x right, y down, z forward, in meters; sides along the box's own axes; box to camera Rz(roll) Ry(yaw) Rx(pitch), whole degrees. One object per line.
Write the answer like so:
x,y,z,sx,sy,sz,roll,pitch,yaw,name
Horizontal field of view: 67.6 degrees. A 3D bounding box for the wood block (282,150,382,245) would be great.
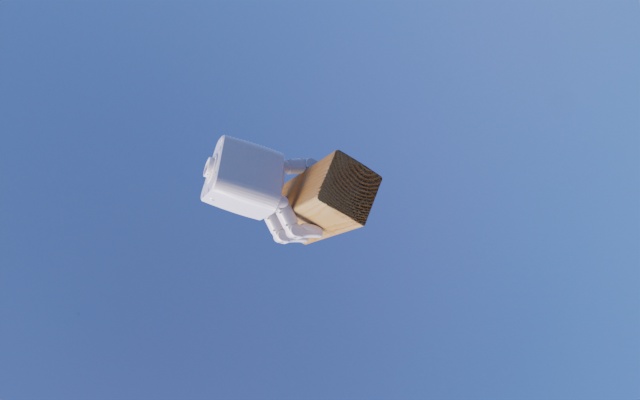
0.000,0.002,0.795,0.090,0.090,0.206,30,-24,-18,wood block
